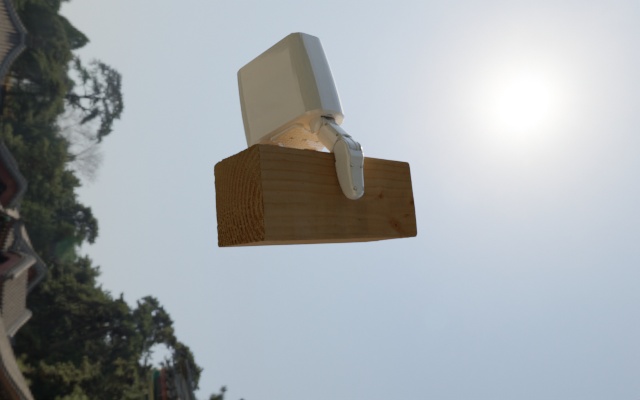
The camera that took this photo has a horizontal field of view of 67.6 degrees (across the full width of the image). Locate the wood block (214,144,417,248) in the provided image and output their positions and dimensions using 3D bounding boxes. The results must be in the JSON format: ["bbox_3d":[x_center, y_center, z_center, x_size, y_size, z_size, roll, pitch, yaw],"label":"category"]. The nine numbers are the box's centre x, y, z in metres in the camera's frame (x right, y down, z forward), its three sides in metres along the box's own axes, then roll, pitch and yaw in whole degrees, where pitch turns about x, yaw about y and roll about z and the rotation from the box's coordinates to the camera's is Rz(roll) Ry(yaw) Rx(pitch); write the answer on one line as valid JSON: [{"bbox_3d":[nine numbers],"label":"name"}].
[{"bbox_3d":[0.000,0.001,0.517,0.206,0.090,0.091,2,-10,-39],"label":"wood block"}]
